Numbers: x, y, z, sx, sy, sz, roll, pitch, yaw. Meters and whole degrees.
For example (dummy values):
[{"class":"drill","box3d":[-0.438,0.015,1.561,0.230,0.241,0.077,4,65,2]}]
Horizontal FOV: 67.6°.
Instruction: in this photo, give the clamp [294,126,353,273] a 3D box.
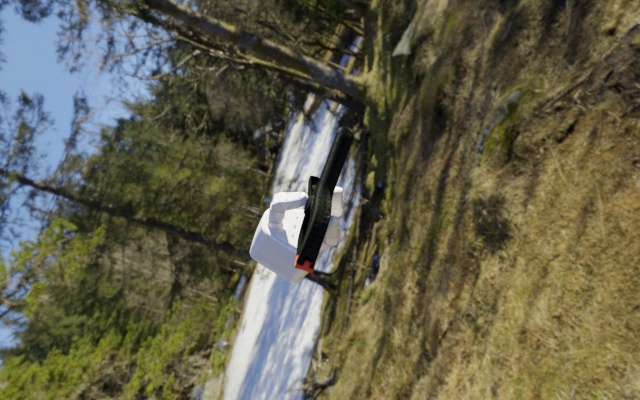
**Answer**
[{"class":"clamp","box3d":[-0.001,0.003,0.704,0.036,0.209,0.165,18,-37,-9]}]
